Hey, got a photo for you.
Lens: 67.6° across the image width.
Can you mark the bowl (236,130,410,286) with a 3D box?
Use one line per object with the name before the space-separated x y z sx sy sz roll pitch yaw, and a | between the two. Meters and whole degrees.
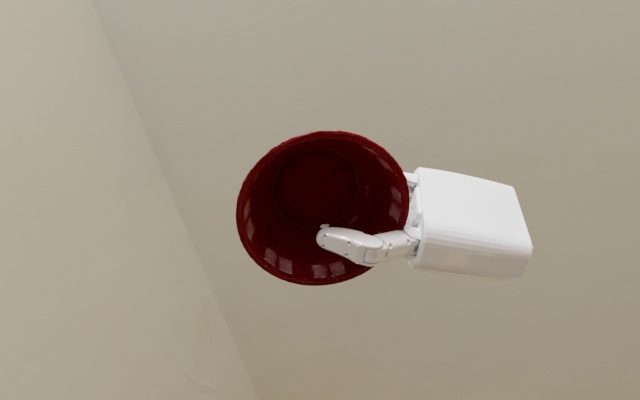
bowl | -0.001 0.001 0.458 0.162 0.162 0.055 0 28 -11
